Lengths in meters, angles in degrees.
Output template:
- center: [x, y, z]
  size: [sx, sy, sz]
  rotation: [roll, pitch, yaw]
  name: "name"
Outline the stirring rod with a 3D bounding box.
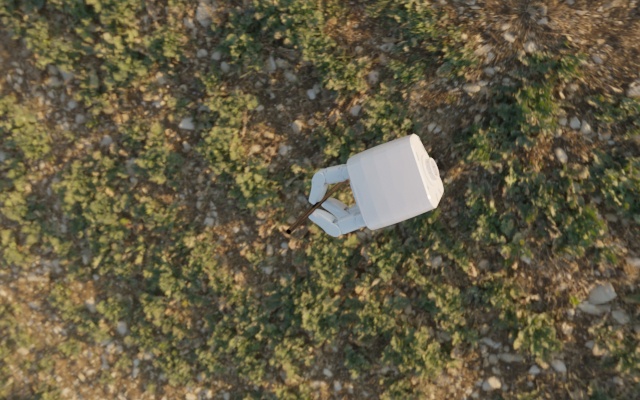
- center: [0.000, 0.002, 0.769]
  size: [0.011, 0.011, 0.239]
  rotation: [0, 20, 23]
  name: "stirring rod"
